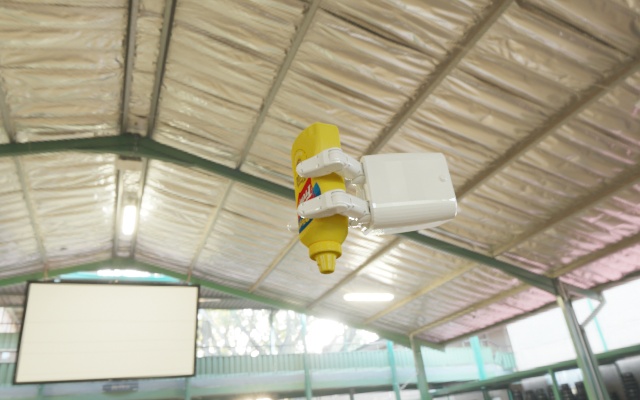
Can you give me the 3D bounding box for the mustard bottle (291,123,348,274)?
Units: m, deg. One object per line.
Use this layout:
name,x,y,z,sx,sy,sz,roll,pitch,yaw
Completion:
mustard bottle,0.000,0.002,0.619,0.058,0.191,0.096,7,-30,-25
